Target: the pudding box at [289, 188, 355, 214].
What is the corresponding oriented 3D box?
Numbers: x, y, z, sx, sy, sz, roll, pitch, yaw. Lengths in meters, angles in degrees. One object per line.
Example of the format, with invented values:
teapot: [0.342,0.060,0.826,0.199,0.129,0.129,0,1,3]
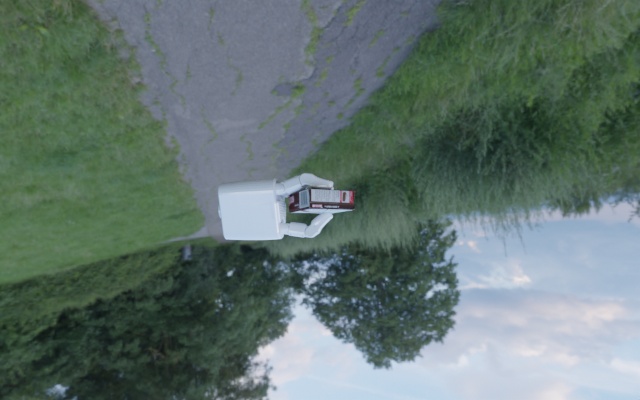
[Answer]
pudding box: [0.000,0.003,0.875,0.090,0.039,0.113,1,-4,-22]
